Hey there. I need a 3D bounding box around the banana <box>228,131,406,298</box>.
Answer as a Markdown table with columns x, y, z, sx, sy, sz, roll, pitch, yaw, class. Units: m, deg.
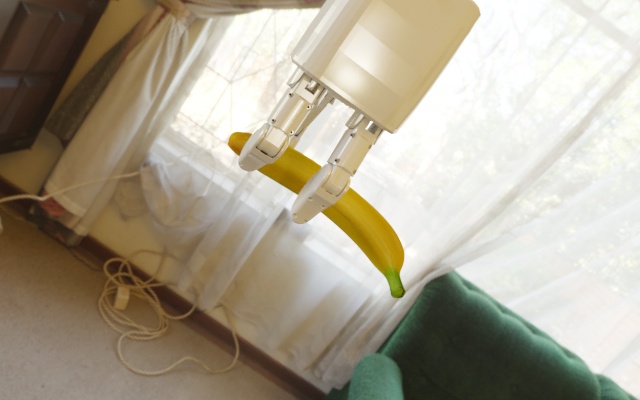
| x | y | z | sx | sy | sz | roll | pitch | yaw | class |
| --- | --- | --- | --- | --- | --- | --- | --- | --- | --- |
| 0.007 | 0.000 | 0.423 | 0.198 | 0.037 | 0.069 | 41 | 17 | 3 | banana |
